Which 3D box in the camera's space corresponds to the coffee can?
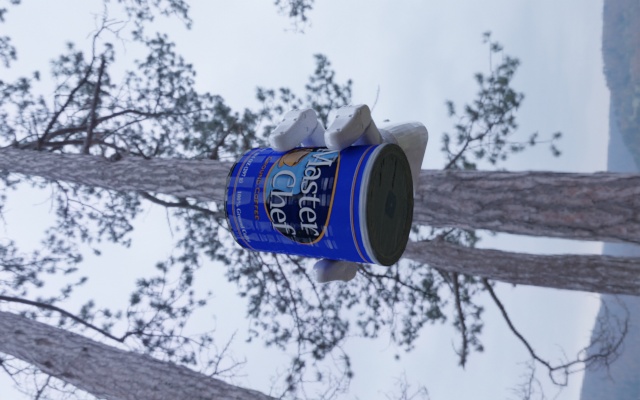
[{"bbox_3d":[0.000,0.002,0.430,0.140,0.103,0.103,2,1,30],"label":"coffee can"}]
